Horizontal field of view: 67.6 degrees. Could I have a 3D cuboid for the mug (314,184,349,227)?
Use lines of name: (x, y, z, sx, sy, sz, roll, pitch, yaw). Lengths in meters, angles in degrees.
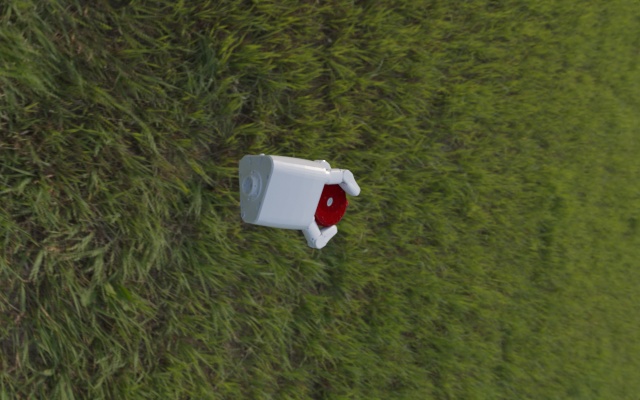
mug: (0.001, 0.003, 0.844, 0.117, 0.093, 0.081, 6, 0, -42)
